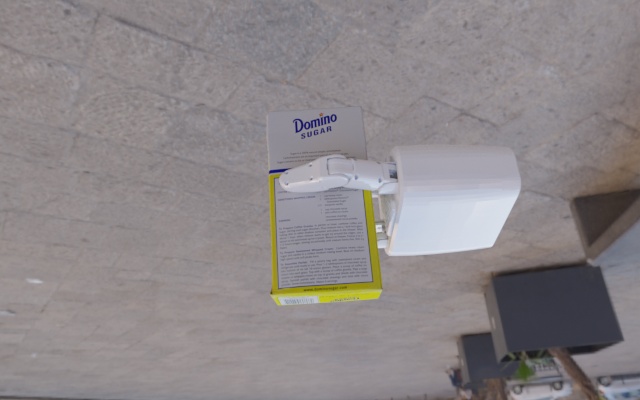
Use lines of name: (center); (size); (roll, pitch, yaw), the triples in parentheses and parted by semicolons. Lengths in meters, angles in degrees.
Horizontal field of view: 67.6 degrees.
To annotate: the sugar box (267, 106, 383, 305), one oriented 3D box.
sugar box: (0.000, 0.002, 0.435); (0.093, 0.176, 0.048); (-3, -24, 0)
